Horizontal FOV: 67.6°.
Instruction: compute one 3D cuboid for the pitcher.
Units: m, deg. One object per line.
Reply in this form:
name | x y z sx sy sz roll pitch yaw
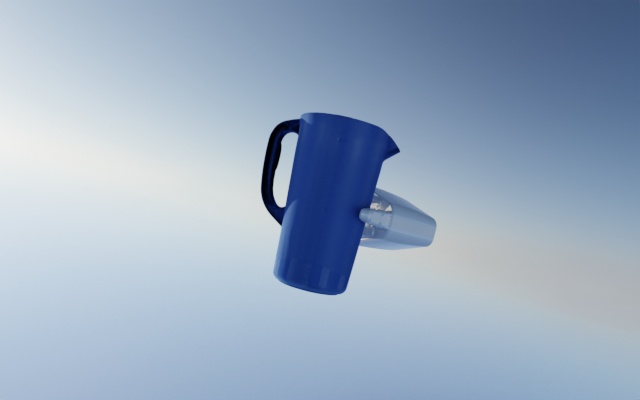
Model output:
pitcher | 0.000 0.002 0.684 0.145 0.243 0.149 15 -2 -37
